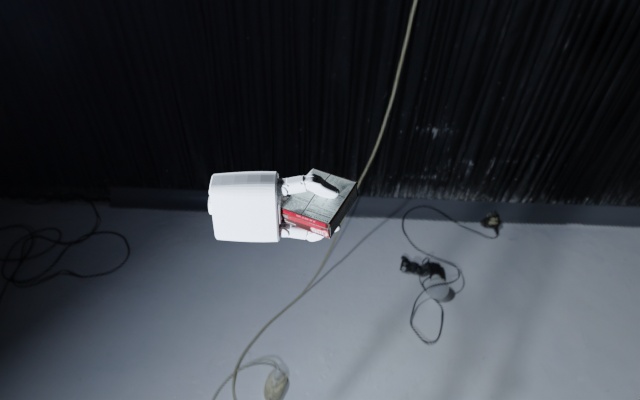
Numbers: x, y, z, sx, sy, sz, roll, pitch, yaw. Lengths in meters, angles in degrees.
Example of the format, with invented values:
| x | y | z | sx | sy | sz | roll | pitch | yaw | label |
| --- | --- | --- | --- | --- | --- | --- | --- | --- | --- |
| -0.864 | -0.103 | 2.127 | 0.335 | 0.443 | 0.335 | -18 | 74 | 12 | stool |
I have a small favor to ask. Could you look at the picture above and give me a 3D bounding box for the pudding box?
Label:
| x | y | z | sx | sy | sz | roll | pitch | yaw | label |
| --- | --- | --- | --- | --- | --- | --- | --- | --- | --- |
| 0.000 | 0.002 | 0.790 | 0.090 | 0.039 | 0.113 | 19 | 50 | 20 | pudding box |
